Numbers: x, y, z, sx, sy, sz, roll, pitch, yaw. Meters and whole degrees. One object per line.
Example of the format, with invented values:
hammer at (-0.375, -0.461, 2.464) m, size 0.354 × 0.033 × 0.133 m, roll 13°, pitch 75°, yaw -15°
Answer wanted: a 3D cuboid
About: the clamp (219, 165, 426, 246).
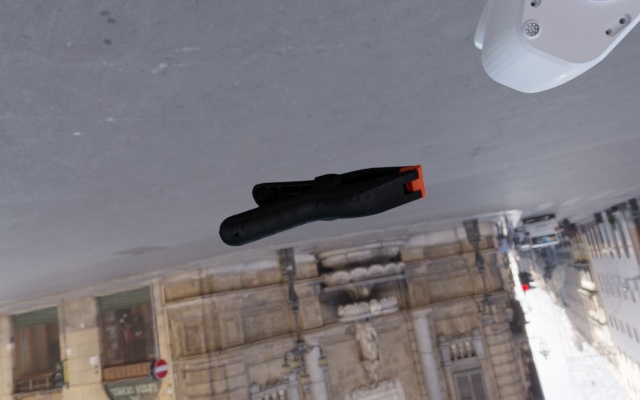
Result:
clamp at (0.000, 0.002, 0.406) m, size 0.171 × 0.039 × 0.120 m, roll -10°, pitch 22°, yaw 19°
